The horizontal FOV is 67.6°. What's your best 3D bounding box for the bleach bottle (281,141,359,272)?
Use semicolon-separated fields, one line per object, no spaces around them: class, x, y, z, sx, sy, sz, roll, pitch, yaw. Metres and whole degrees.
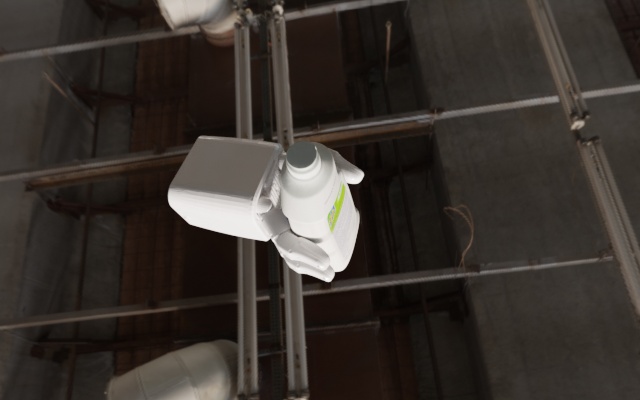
bleach bottle;0.000;0.002;0.536;0.068;0.102;0.251;9;-22;11
